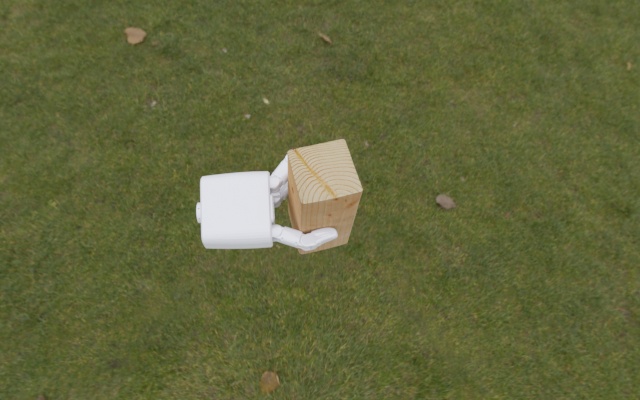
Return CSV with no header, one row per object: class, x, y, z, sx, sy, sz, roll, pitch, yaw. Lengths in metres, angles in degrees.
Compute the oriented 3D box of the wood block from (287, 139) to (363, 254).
wood block,0.000,0.003,0.762,0.090,0.090,0.206,-13,-24,-9
